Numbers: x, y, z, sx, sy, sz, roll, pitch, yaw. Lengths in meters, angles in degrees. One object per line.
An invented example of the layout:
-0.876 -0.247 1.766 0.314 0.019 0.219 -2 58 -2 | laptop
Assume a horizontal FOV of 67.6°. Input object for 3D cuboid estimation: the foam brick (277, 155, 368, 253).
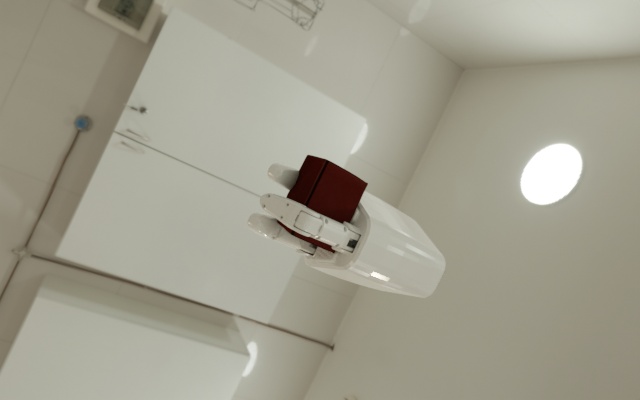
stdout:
0.000 0.001 0.469 0.051 0.078 0.053 25 2 -25 | foam brick
